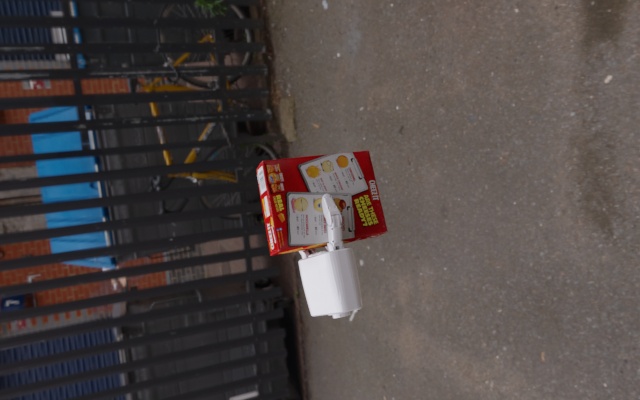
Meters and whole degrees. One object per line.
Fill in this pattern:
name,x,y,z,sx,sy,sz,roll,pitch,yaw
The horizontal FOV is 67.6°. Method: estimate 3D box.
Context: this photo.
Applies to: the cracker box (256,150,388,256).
cracker box,0.000,0.003,0.884,0.213,0.164,0.072,-8,-10,-22
